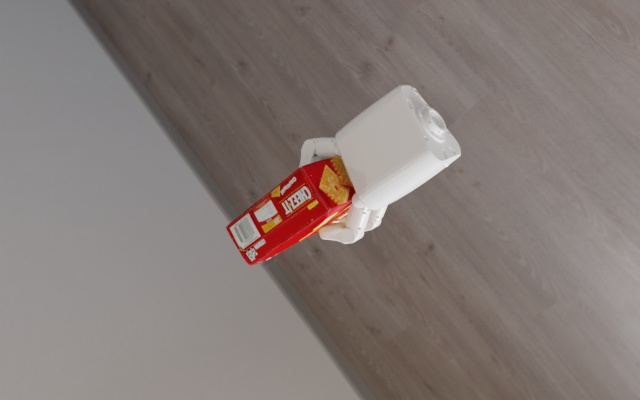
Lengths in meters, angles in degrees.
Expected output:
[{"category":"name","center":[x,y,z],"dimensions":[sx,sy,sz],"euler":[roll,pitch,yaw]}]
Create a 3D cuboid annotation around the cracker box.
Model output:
[{"category":"cracker box","center":[0.000,0.002,0.669],"dimensions":[0.164,0.072,0.213],"euler":[-36,-9,36]}]
